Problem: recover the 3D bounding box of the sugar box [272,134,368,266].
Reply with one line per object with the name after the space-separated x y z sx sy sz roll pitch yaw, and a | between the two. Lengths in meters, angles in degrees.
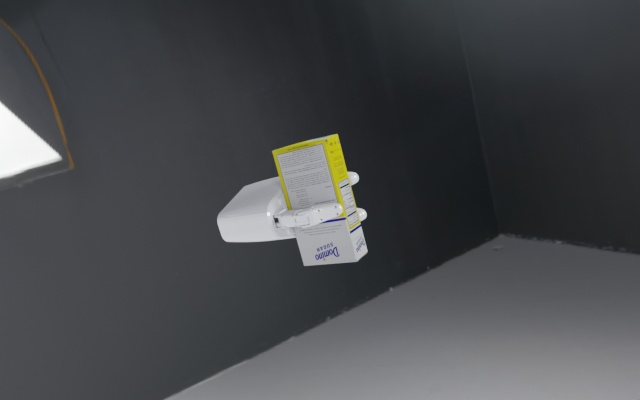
0.000 0.002 0.682 0.093 0.176 0.048 -9 13 33 | sugar box
